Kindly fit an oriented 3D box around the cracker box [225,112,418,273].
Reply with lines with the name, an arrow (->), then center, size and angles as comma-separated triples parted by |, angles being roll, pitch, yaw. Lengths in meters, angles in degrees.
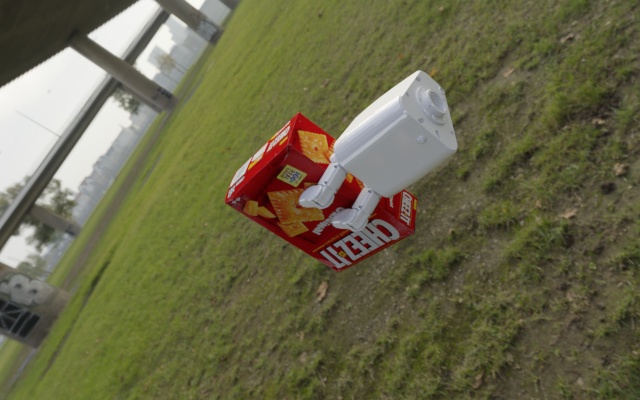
cracker box -> 0.000, 0.002, 0.659 | 0.214, 0.072, 0.164 | 34, -44, -22
